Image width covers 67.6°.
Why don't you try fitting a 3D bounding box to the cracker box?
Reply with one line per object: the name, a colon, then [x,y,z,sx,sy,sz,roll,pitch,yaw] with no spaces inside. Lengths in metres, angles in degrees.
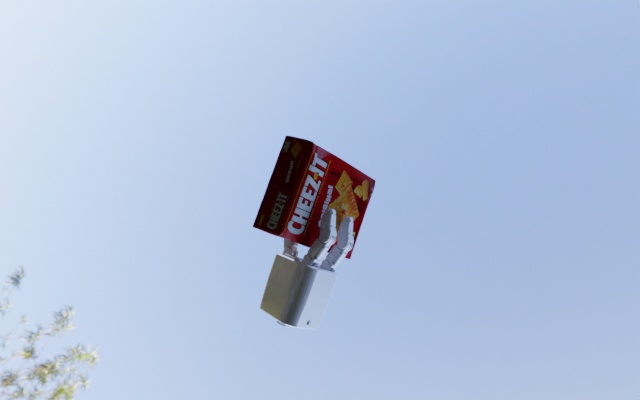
cracker box: [0.000,0.003,0.848,0.072,0.164,0.214,16,-6,39]
